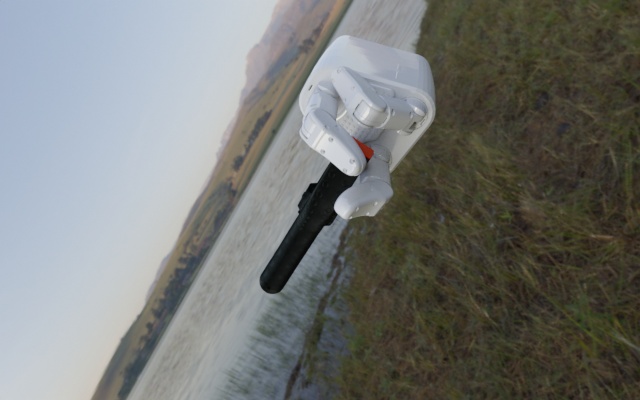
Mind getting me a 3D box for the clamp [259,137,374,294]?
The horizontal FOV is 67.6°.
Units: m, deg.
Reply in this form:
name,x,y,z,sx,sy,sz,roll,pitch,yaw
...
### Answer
name,x,y,z,sx,sy,sz,roll,pitch,yaw
clamp,0.000,0.001,0.447,0.039,0.171,0.120,30,35,-9
